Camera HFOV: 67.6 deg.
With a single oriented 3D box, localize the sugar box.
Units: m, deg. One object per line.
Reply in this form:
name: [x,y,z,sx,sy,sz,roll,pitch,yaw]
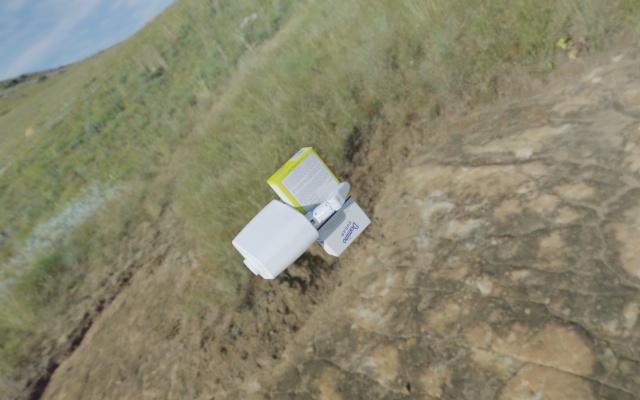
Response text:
sugar box: [0.000,0.003,0.828,0.093,0.176,0.048,-44,21,-17]
